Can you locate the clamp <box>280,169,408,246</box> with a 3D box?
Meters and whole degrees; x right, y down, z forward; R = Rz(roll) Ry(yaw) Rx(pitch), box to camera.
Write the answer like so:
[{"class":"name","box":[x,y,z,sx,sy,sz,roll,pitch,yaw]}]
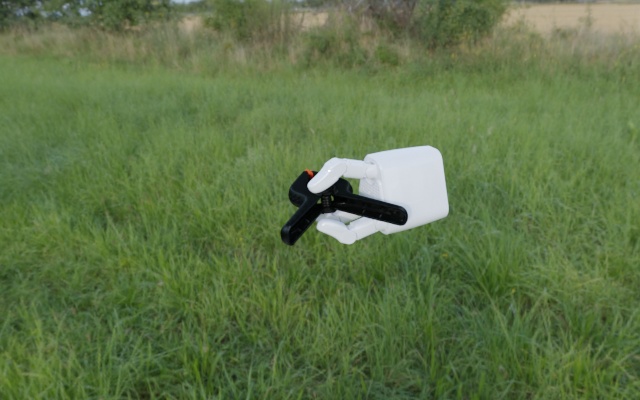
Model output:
[{"class":"clamp","box":[0.000,0.001,0.667,0.164,0.036,0.210,-11,24,-20]}]
